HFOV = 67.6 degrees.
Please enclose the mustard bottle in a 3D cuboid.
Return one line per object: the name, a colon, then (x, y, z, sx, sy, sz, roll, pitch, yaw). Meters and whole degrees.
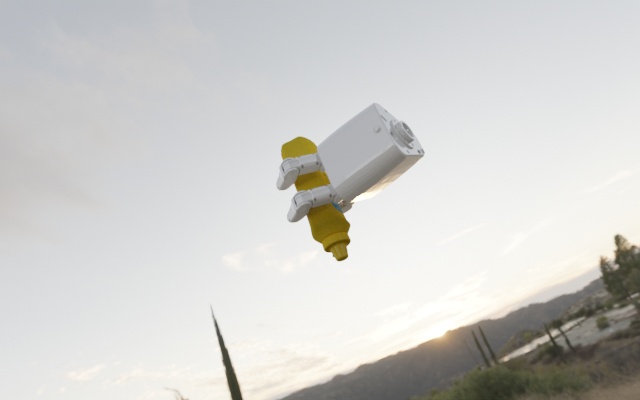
mustard bottle: (0.000, 0.002, 0.712, 0.058, 0.191, 0.096, -25, -26, 6)
